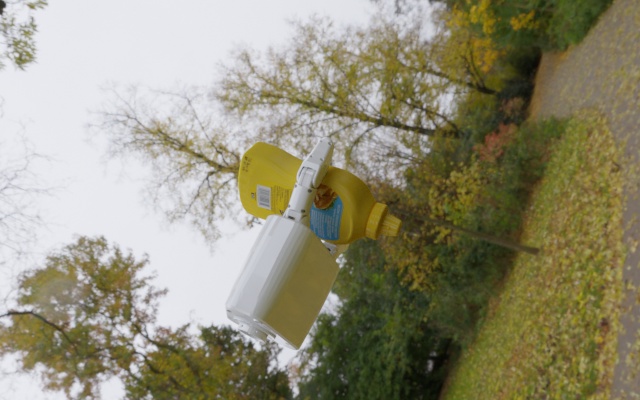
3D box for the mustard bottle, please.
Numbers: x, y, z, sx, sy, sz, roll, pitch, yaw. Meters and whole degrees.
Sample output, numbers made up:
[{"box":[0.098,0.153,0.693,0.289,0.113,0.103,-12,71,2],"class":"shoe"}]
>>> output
[{"box":[0.000,0.001,0.551,0.191,0.096,0.058,19,41,17],"class":"mustard bottle"}]
